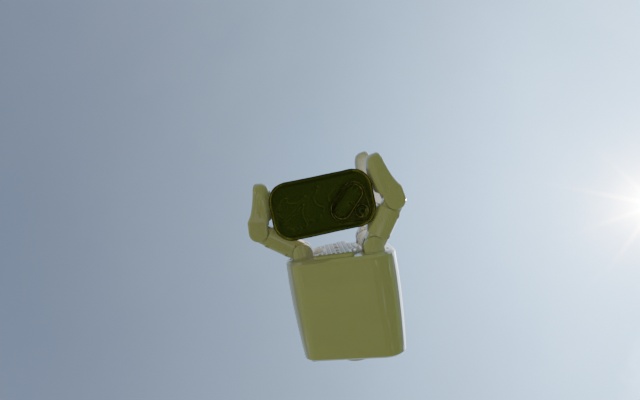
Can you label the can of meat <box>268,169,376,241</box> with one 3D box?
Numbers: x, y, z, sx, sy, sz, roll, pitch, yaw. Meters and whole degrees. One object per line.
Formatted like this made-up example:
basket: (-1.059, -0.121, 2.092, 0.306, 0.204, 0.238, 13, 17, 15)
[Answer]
can of meat: (0.000, 0.002, 0.499, 0.102, 0.057, 0.084, -12, 4, -2)
